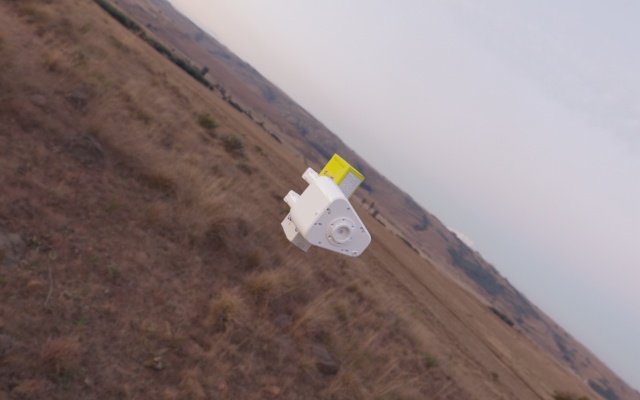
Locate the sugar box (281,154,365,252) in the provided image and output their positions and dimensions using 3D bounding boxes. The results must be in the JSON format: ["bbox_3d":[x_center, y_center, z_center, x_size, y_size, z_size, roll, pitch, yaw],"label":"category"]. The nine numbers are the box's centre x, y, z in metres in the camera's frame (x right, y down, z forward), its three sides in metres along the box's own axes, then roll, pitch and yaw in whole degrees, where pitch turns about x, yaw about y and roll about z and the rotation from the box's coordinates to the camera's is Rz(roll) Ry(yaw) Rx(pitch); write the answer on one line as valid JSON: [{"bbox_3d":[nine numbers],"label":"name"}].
[{"bbox_3d":[0.000,0.003,0.896,0.048,0.176,0.093,38,6,-24],"label":"sugar box"}]
